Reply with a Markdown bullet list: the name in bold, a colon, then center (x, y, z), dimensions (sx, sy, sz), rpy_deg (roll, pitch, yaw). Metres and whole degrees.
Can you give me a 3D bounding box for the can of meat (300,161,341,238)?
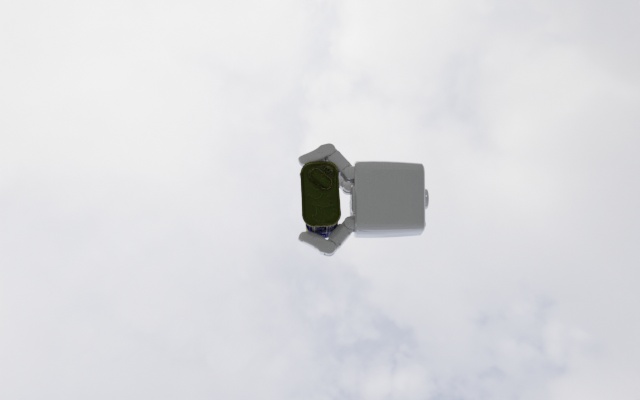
- **can of meat**: center (0.000, 0.003, 0.737), dimensions (0.057, 0.102, 0.084), rpy_deg (-3, -19, -1)
